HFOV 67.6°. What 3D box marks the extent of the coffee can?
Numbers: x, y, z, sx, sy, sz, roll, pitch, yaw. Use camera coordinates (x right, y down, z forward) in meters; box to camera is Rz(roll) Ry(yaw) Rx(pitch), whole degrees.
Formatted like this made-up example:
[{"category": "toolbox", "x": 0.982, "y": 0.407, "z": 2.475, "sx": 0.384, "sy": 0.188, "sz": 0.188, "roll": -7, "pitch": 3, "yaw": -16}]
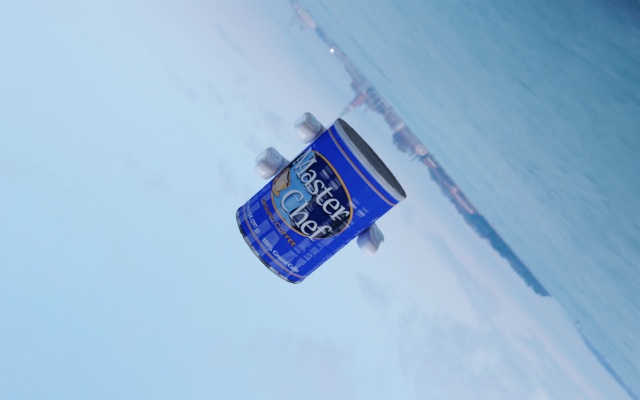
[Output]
[{"category": "coffee can", "x": 0.000, "y": 0.002, "z": 0.482, "sx": 0.140, "sy": 0.103, "sz": 0.103, "roll": -40, "pitch": -11, "yaw": 14}]
